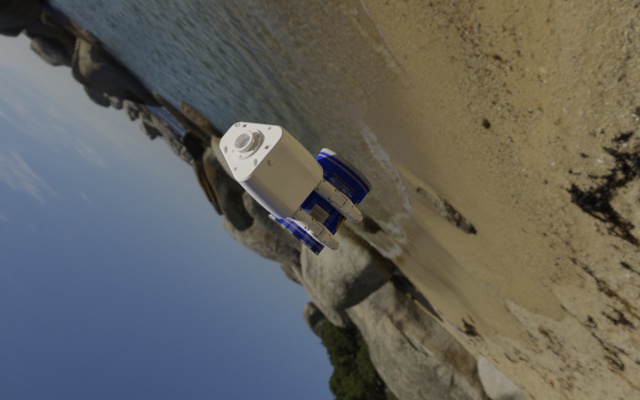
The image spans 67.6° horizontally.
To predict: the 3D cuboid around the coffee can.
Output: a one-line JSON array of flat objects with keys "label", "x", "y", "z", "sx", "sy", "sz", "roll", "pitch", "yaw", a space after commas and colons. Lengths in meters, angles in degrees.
[{"label": "coffee can", "x": 0.000, "y": 0.002, "z": 0.764, "sx": 0.103, "sy": 0.140, "sz": 0.103, "roll": 39, "pitch": -6, "yaw": 4}]
